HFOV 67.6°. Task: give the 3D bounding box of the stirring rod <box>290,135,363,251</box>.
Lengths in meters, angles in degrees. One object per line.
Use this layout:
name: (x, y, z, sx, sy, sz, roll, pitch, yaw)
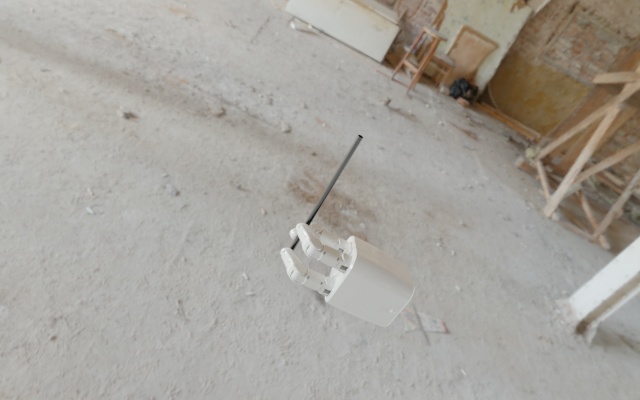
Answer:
stirring rod: (0.000, 0.002, 0.702, 0.011, 0.240, 0.011, 22, 32, -15)
